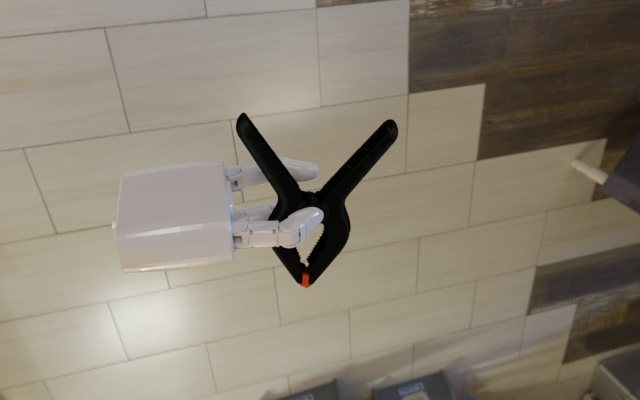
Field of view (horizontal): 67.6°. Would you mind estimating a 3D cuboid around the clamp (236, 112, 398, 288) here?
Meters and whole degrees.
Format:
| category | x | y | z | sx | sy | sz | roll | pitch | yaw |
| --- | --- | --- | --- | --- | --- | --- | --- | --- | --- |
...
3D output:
| category | x | y | z | sx | sy | sz | roll | pitch | yaw |
| --- | --- | --- | --- | --- | --- | --- | --- | --- | --- |
| clamp | 0.000 | 0.003 | 0.519 | 0.164 | 0.210 | 0.036 | -5 | 29 | -7 |
